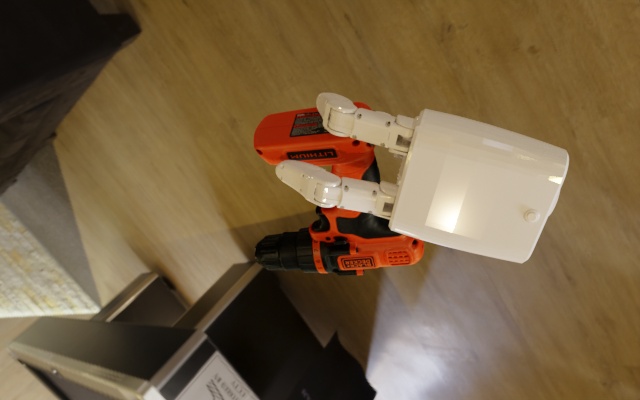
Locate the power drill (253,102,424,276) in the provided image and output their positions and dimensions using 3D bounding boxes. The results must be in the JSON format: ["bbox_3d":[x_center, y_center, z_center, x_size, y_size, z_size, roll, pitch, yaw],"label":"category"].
[{"bbox_3d":[0.000,0.001,0.467,0.184,0.057,0.188,-7,-47,14],"label":"power drill"}]
